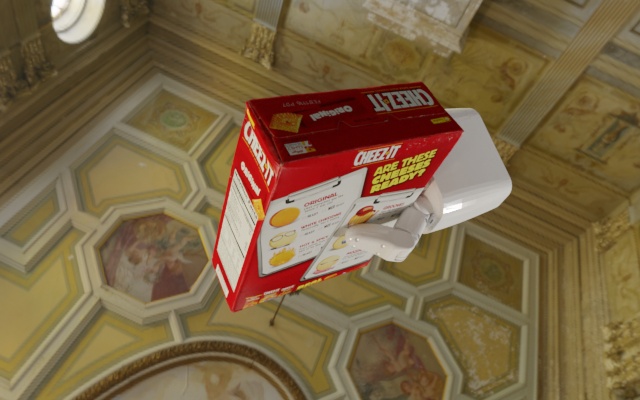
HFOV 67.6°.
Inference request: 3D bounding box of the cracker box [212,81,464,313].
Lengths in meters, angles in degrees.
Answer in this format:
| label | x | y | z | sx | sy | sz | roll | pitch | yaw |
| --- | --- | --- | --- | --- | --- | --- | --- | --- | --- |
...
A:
| label | x | y | z | sx | sy | sz | roll | pitch | yaw |
| --- | --- | --- | --- | --- | --- | --- | --- | --- | --- |
| cracker box | 0.000 | 0.002 | 0.425 | 0.164 | 0.072 | 0.214 | -14 | -32 | -29 |
